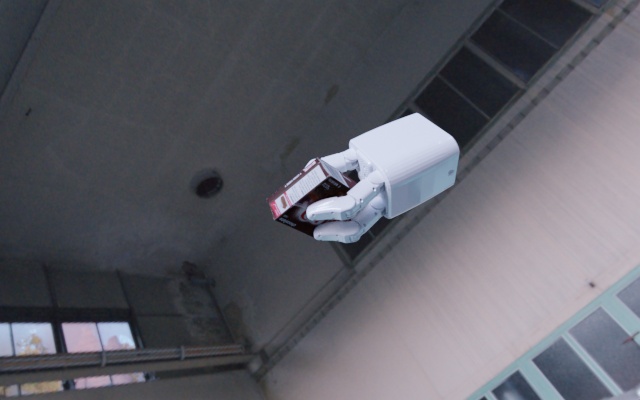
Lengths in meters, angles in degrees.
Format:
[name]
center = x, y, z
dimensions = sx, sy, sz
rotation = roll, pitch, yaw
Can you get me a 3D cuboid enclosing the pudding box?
[pudding box]
center = 0.000, 0.002, 0.614
dimensions = 0.090, 0.039, 0.113
rotation = -39, -36, 16
